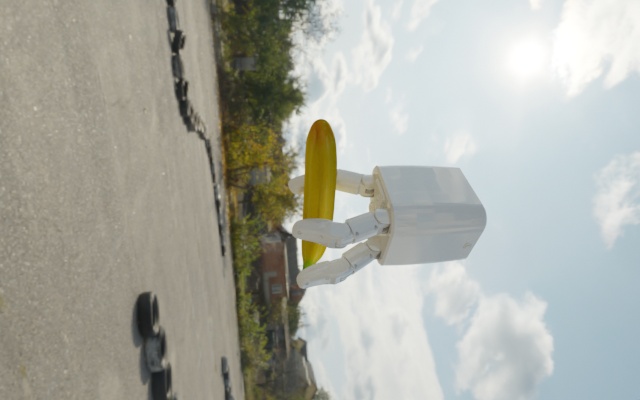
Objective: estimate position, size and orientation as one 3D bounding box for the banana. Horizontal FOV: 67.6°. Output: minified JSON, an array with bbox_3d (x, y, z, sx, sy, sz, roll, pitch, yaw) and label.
[{"bbox_3d":[-0.001,-0.004,0.529,0.037,0.198,0.069,2,29,-3],"label":"banana"}]
